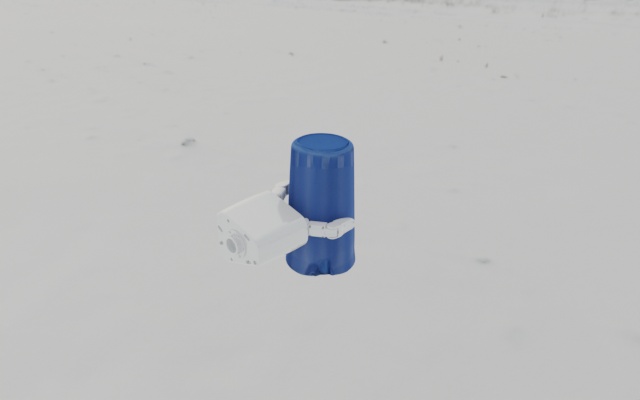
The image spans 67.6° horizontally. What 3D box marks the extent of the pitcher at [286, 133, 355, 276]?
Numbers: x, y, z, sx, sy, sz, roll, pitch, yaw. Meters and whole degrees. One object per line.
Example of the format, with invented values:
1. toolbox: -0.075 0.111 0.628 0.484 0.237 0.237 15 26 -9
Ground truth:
1. pitcher: 0.000 0.003 0.873 0.149 0.243 0.145 22 33 36
